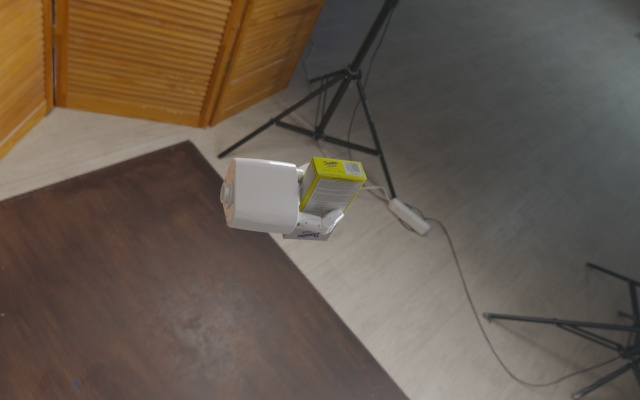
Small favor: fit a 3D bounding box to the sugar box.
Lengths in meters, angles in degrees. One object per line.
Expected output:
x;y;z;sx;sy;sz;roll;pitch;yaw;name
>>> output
0.000;0.002;0.833;0.093;0.048;0.176;5;-40;-25;sugar box
